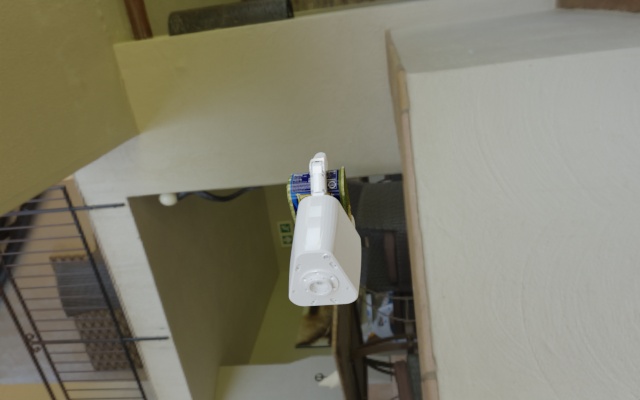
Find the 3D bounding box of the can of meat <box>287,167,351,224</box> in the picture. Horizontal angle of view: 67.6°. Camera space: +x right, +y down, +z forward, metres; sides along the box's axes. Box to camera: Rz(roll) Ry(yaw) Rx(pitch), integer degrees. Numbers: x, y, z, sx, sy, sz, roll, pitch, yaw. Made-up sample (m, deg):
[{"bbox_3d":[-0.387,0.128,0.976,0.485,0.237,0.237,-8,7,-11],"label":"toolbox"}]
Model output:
[{"bbox_3d":[0.000,0.002,0.725,0.084,0.102,0.057,-5,42,8],"label":"can of meat"}]
